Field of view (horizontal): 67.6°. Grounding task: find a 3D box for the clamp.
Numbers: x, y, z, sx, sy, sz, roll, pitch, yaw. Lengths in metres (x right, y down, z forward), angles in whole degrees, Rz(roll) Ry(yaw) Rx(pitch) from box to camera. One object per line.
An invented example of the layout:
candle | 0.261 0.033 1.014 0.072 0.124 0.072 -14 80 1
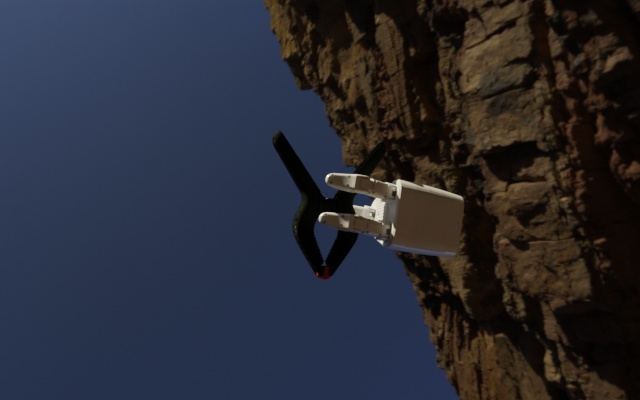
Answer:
clamp | 0.000 0.003 0.671 0.164 0.210 0.036 11 -8 -10
